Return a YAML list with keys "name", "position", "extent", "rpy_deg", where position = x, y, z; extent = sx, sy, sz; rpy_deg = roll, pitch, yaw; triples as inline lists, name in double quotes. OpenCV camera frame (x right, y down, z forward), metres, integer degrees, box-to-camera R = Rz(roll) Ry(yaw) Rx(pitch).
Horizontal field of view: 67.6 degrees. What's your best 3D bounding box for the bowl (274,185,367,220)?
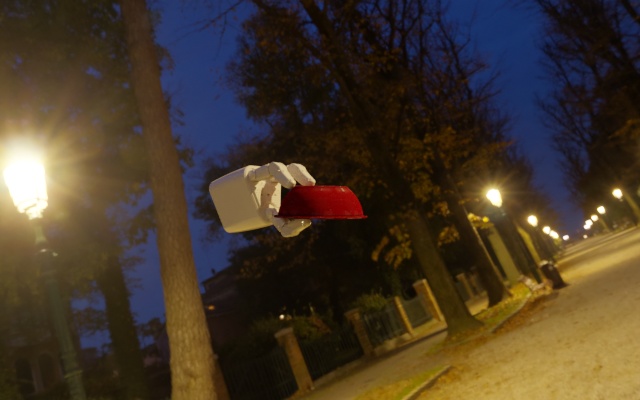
- name: "bowl"
  position: [0.001, 0.002, 0.824]
  extent: [0.162, 0.055, 0.162]
  rpy_deg: [1, 0, 0]
